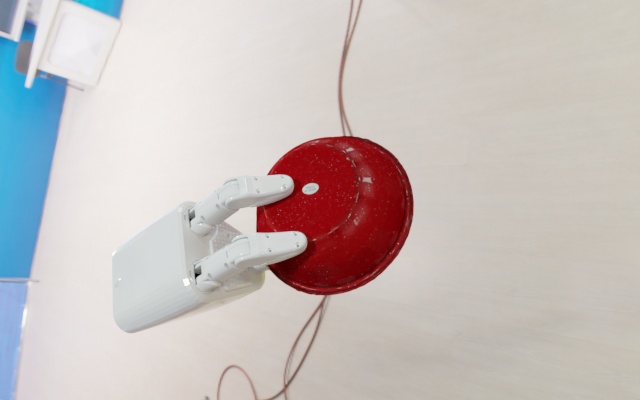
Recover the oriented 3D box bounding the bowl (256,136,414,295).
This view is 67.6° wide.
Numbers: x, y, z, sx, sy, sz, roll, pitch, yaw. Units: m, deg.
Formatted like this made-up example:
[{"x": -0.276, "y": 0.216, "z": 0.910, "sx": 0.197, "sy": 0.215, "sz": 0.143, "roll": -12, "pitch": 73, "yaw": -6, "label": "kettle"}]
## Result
[{"x": 0.001, "y": 0.001, "z": 0.435, "sx": 0.162, "sy": 0.162, "sz": 0.055, "roll": 0, "pitch": -21, "yaw": 23, "label": "bowl"}]
